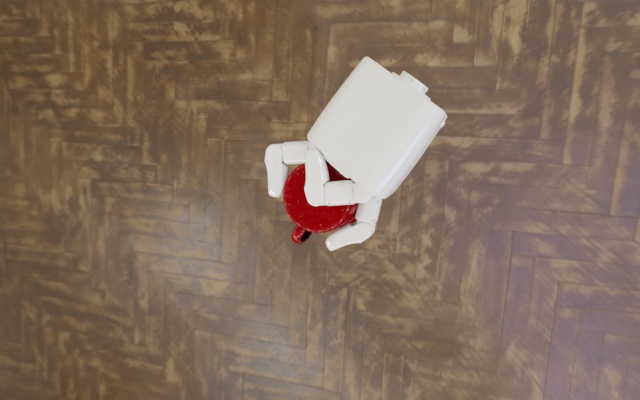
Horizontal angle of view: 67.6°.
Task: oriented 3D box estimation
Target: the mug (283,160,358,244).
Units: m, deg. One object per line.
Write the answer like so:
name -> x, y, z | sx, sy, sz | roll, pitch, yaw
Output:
mug -> -0.001, 0.003, 0.565 | 0.093, 0.117, 0.081 | 37, 15, 10
